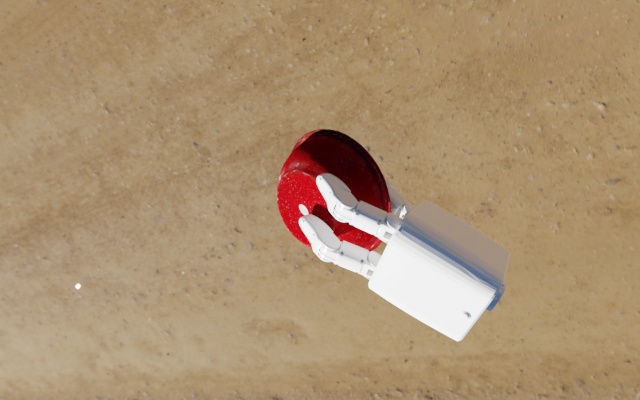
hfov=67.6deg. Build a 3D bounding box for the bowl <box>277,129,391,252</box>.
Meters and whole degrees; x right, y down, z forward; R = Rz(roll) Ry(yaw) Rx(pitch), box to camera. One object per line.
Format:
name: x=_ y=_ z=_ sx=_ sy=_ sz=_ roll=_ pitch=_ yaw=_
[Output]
bowl: x=-0.001 y=0.001 z=0.555 sx=0.162 sy=0.162 sz=0.055 roll=0 pitch=19 yaw=45
